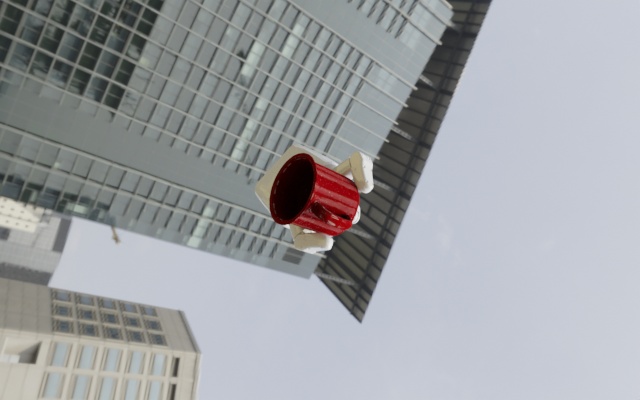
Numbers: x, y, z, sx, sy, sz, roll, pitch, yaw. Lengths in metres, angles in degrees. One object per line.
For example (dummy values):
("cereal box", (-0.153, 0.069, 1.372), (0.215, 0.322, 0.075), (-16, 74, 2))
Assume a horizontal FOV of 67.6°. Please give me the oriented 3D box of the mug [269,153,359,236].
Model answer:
("mug", (0.001, 0.003, 0.596), (0.081, 0.093, 0.117), (22, 12, -36))
